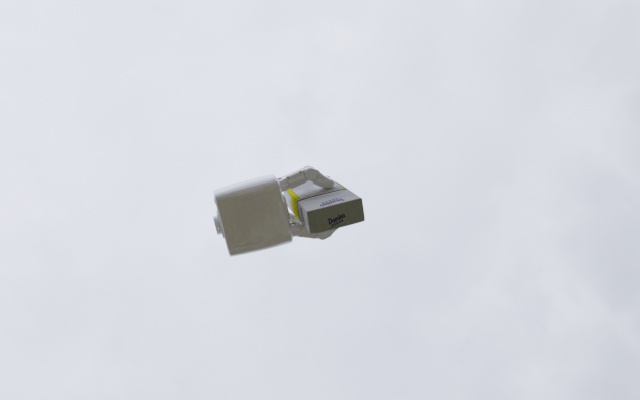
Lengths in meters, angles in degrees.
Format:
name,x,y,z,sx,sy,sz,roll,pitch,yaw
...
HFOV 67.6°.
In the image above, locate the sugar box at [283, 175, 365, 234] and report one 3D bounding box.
name,x,y,z,sx,sy,sz,roll,pitch,yaw
sugar box,0.000,0.003,0.811,0.093,0.048,0.176,-14,21,-13
